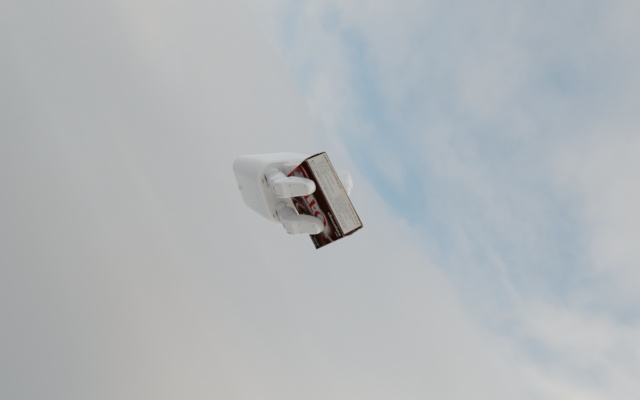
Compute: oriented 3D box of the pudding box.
[{"bbox_3d":[0.000,0.002,0.639,0.039,0.113,0.090,-27,-3,-27],"label":"pudding box"}]
